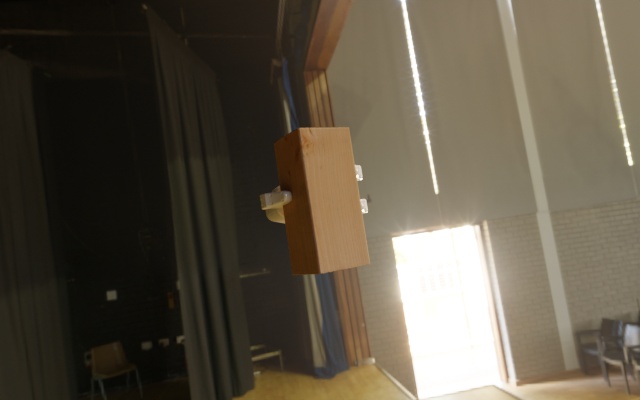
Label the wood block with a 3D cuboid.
[{"bbox_3d":[0.000,0.002,0.718,0.091,0.206,0.090,-6,-5,-30],"label":"wood block"}]
